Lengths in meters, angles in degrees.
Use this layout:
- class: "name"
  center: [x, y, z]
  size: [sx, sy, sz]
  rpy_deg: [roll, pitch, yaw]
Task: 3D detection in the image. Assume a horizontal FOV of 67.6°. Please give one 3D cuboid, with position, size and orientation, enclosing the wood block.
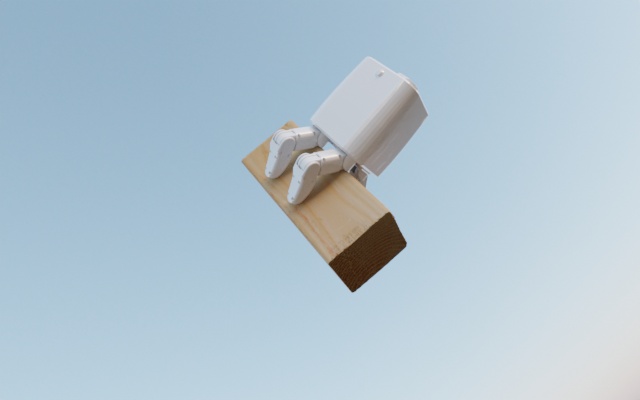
- class: "wood block"
  center: [0.000, 0.002, 0.595]
  size: [0.206, 0.090, 0.091]
  rpy_deg: [47, -4, 38]
